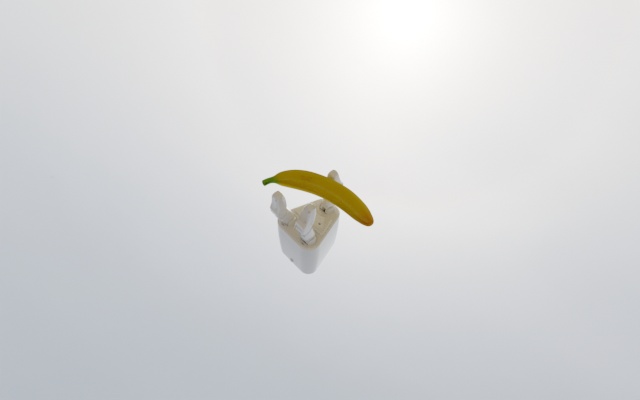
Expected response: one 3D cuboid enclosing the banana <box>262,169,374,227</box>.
[{"bbox_3d":[0.004,-0.012,0.806,0.198,0.069,0.037,20,-38,11],"label":"banana"}]
